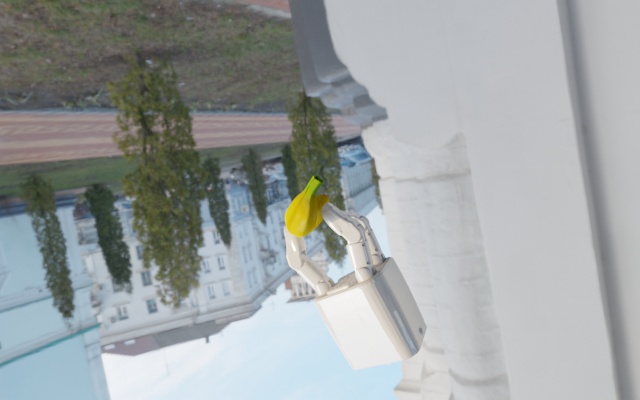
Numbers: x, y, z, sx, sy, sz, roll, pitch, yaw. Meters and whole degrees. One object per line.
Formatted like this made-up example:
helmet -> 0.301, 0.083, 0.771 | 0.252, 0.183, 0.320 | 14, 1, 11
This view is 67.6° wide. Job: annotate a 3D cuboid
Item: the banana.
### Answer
banana -> -0.013, 0.015, 0.595 | 0.037, 0.069, 0.198 | 44, -2, 4
